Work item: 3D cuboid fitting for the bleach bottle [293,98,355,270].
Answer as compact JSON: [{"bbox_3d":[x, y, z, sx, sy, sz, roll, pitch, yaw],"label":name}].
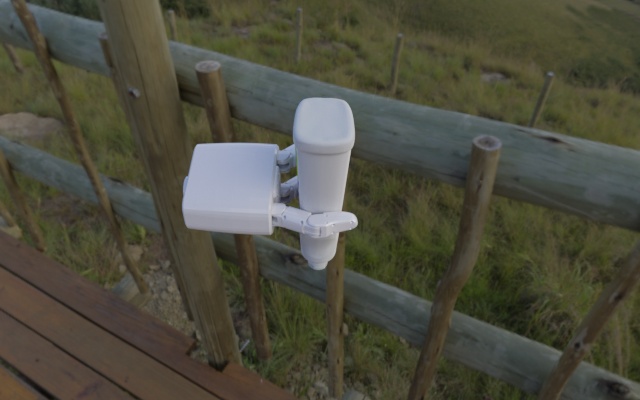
[{"bbox_3d":[0.000,0.002,0.611,0.068,0.251,0.102,2,41,-1],"label":"bleach bottle"}]
